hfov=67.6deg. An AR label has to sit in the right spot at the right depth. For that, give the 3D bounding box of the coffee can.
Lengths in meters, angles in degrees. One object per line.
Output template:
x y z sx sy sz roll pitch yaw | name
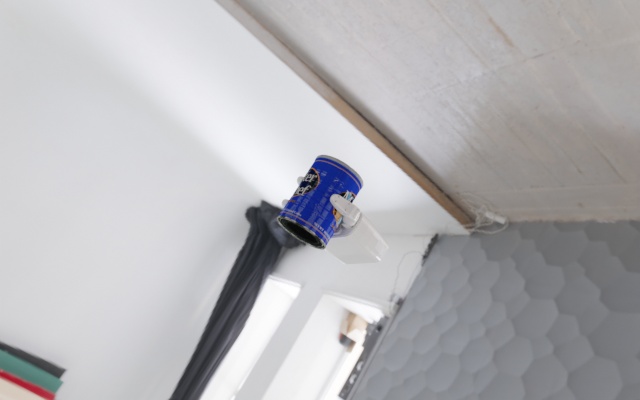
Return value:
0.000 0.003 0.866 0.103 0.140 0.103 29 -18 10 | coffee can
